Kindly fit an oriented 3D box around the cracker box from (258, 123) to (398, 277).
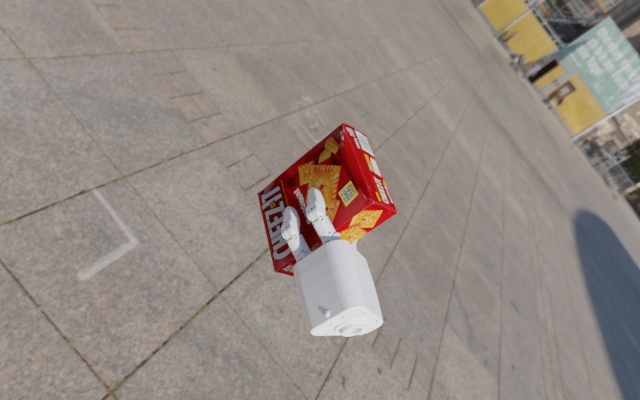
[{"bbox_3d":[0.000,0.002,0.775,0.214,0.164,0.072,-37,-38,27],"label":"cracker box"}]
